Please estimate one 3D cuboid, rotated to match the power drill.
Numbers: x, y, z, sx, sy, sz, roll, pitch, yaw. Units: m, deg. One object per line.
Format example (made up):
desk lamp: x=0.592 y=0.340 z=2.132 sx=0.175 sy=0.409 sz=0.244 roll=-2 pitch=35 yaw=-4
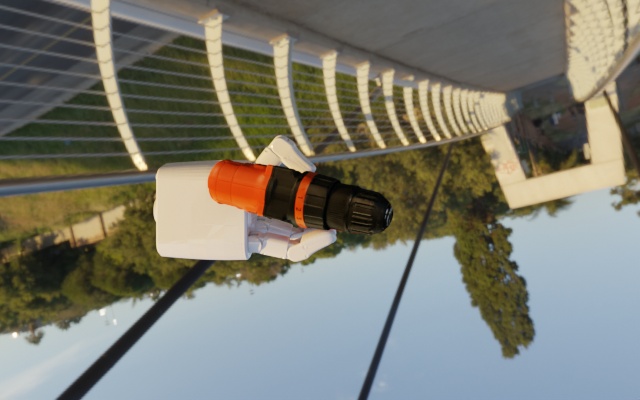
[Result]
power drill: x=0.000 y=0.002 z=0.513 sx=0.184 sy=0.057 sz=0.188 roll=14 pitch=-2 yaw=20
